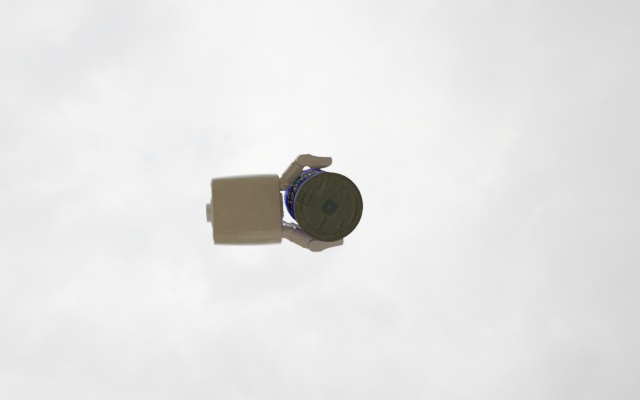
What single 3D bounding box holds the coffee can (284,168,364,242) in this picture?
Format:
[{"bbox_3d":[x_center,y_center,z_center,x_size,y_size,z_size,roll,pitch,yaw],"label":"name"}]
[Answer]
[{"bbox_3d":[0.000,0.002,0.756,0.103,0.103,0.140,0,6,-11],"label":"coffee can"}]
